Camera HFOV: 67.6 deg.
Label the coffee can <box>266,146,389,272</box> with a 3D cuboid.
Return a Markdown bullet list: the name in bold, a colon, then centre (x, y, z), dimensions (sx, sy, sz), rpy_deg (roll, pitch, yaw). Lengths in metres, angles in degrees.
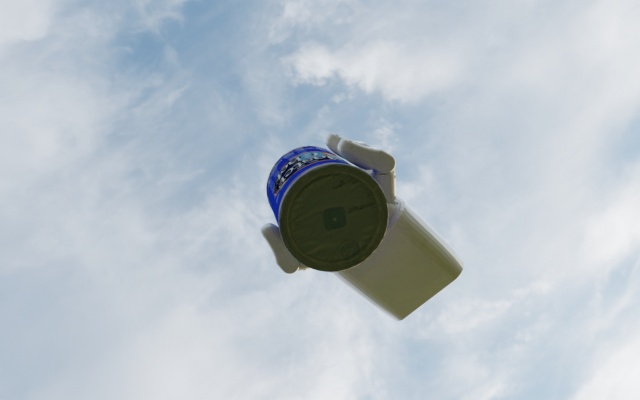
- **coffee can**: centre (0.000, 0.002, 0.499), dimensions (0.103, 0.103, 0.140), rpy_deg (0, 13, -11)
